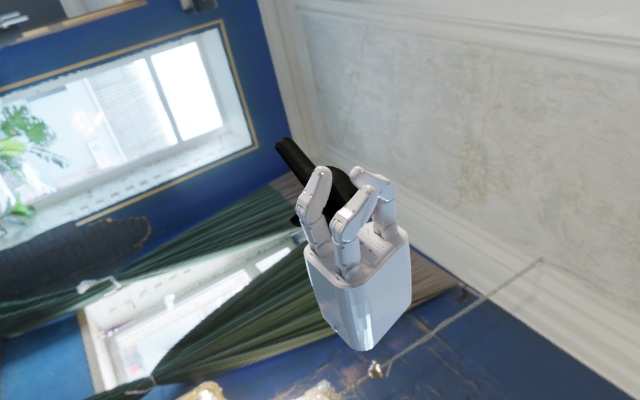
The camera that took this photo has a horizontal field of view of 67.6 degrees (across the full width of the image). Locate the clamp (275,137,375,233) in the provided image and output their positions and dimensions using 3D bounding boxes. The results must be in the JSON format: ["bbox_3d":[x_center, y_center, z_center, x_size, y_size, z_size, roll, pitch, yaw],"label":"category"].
[{"bbox_3d":[0.001,0.002,0.563,0.039,0.120,0.171,-25,35,-22],"label":"clamp"}]
